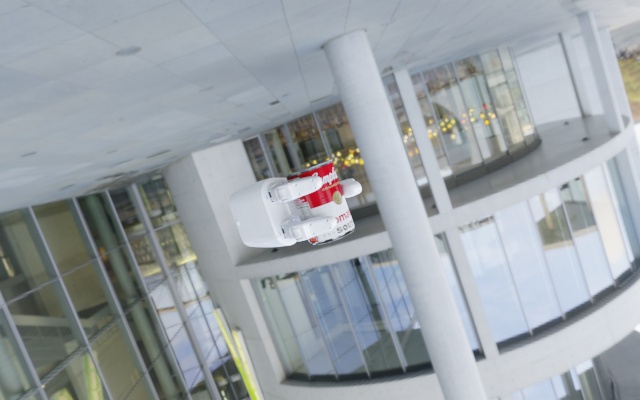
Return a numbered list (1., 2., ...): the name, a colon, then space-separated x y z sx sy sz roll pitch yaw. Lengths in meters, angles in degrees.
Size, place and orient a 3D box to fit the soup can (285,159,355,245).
1. soup can: 0.001 0.002 0.655 0.068 0.102 0.068 -19 6 2
